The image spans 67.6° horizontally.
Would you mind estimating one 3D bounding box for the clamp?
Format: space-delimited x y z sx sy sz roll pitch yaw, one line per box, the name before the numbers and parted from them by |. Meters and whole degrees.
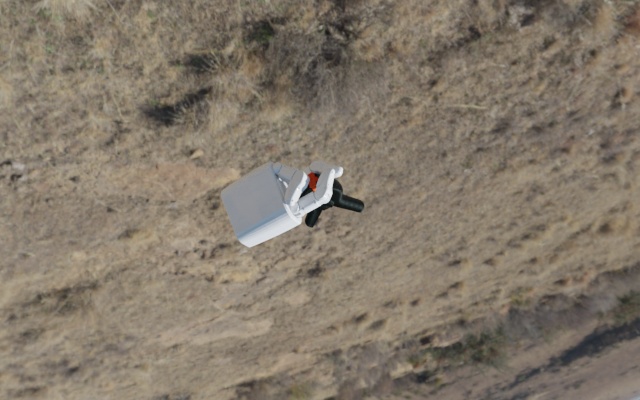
clamp | 0.000 0.003 0.877 0.120 0.039 0.171 -28 -33 14
